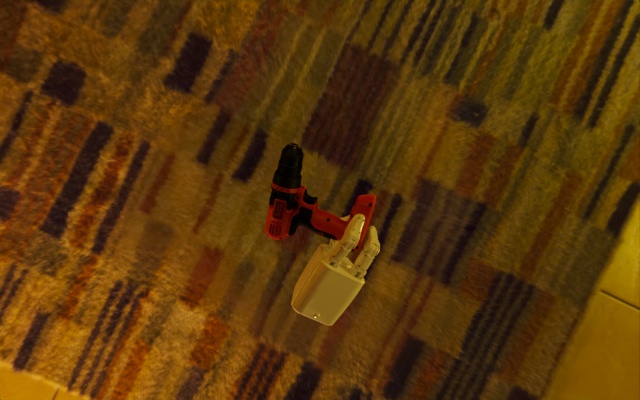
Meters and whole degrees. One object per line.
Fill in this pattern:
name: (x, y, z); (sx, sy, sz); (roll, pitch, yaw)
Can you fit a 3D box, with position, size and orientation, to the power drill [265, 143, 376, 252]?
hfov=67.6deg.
power drill: (0.001, 0.003, 0.857); (0.187, 0.184, 0.057); (16, 24, 6)
